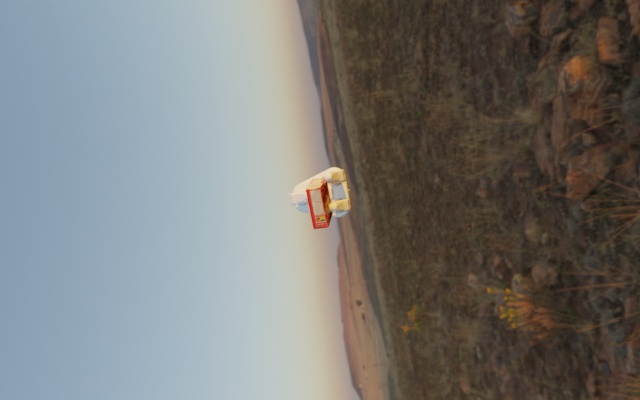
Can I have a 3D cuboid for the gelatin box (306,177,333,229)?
[{"bbox_3d":[0.000,0.003,0.852,0.030,0.073,0.089,-8,14,10],"label":"gelatin box"}]
